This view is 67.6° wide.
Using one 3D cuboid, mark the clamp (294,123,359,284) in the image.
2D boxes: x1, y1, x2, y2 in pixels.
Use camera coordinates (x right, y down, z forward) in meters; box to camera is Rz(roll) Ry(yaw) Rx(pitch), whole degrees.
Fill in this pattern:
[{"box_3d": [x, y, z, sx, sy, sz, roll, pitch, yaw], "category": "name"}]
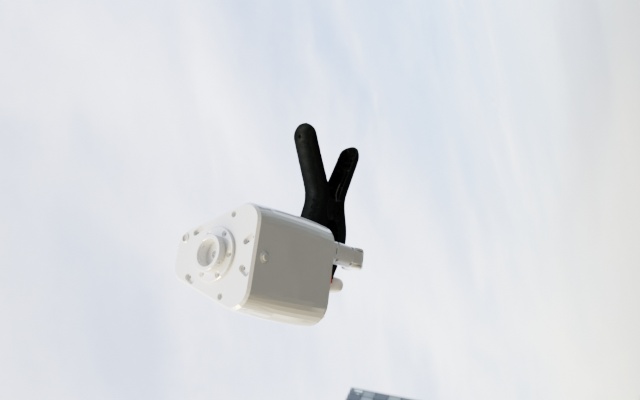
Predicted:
[{"box_3d": [0.000, 0.002, 0.525, 0.039, 0.171, 0.120, -5, -19, 36], "category": "clamp"}]
